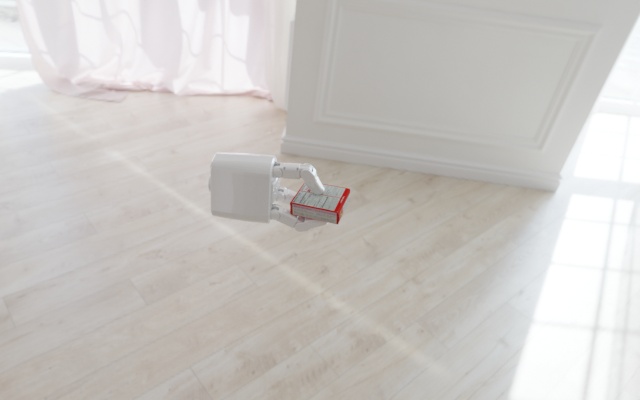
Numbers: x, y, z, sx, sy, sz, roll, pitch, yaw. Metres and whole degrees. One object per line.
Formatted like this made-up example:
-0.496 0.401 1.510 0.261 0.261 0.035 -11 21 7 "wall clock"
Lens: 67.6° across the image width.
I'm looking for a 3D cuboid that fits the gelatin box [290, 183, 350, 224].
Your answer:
0.000 0.002 0.835 0.089 0.030 0.073 10 38 16 "gelatin box"
